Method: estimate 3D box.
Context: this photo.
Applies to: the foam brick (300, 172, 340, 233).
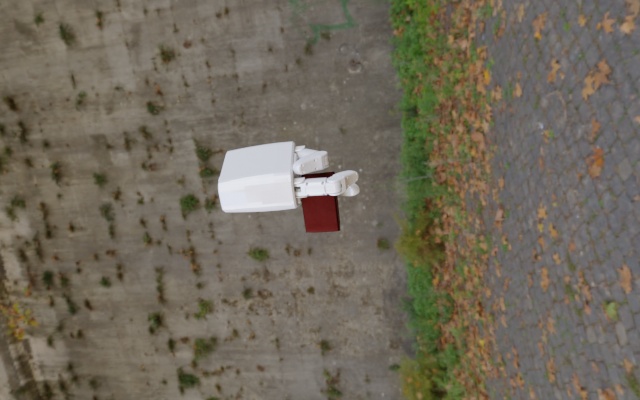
[{"bbox_3d":[0.000,0.003,0.711,0.051,0.078,0.053,-6,21,3],"label":"foam brick"}]
